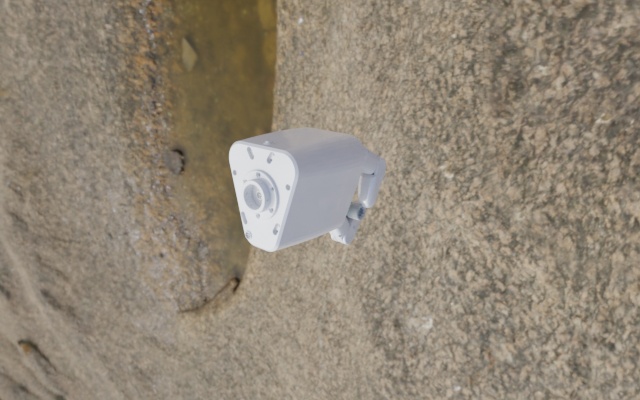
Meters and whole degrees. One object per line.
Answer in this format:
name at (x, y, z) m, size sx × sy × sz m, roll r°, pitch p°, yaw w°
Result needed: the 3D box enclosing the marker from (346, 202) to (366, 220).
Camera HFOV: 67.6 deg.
marker at (0.000, 0.002, 0.588) m, size 0.121 × 0.020 × 0.020 m, roll 14°, pitch 9°, yaw 36°
